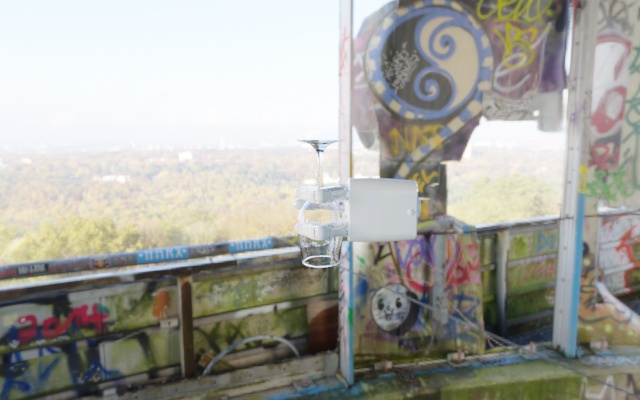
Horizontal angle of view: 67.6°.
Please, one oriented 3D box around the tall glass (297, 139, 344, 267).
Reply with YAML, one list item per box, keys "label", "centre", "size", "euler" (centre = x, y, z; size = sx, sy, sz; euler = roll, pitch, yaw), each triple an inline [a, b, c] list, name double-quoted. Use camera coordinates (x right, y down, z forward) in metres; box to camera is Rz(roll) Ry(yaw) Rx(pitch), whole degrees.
- label: "tall glass"
  centre: [0.000, 0.002, 0.768]
  size: [0.079, 0.201, 0.079]
  euler: [0, 8, 0]
